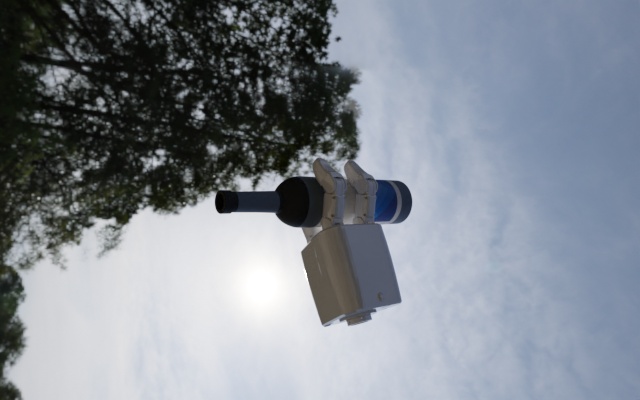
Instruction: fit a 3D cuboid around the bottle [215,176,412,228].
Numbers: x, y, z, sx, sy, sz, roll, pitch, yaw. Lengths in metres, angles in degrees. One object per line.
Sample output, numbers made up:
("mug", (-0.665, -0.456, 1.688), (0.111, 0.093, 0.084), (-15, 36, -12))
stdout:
("bottle", (0.000, 0.002, 0.634), (0.296, 0.069, 0.069), (0, 0, -39))
